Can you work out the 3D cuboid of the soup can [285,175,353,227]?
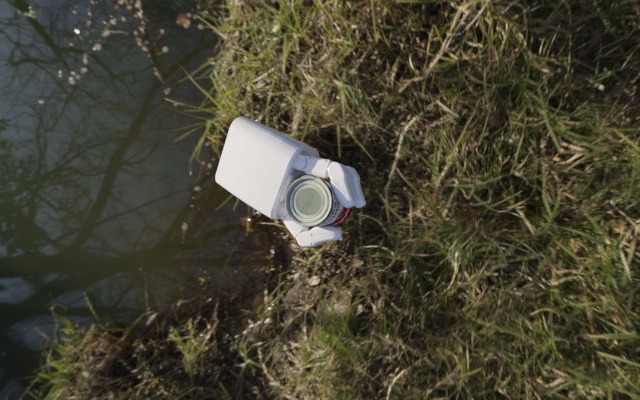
[{"bbox_3d":[0.000,0.002,0.655,0.068,0.068,0.102,0,-2,18],"label":"soup can"}]
